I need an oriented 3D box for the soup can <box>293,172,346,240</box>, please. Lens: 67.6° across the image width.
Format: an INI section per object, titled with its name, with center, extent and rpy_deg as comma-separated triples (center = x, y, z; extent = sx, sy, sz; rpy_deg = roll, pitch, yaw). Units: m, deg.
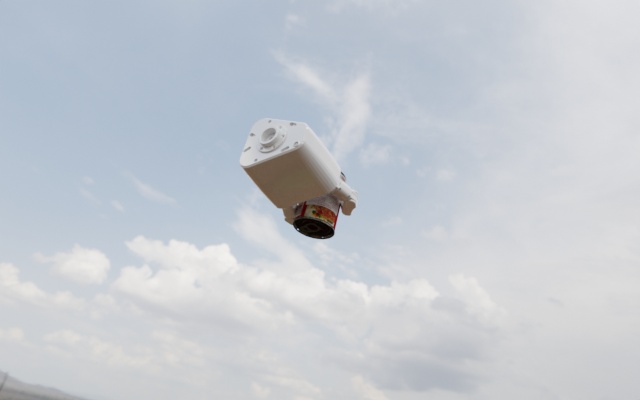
[soup can]
center = 0.001, 0.003, 0.773
extent = 0.068, 0.102, 0.068
rpy_deg = 11, -30, 6
